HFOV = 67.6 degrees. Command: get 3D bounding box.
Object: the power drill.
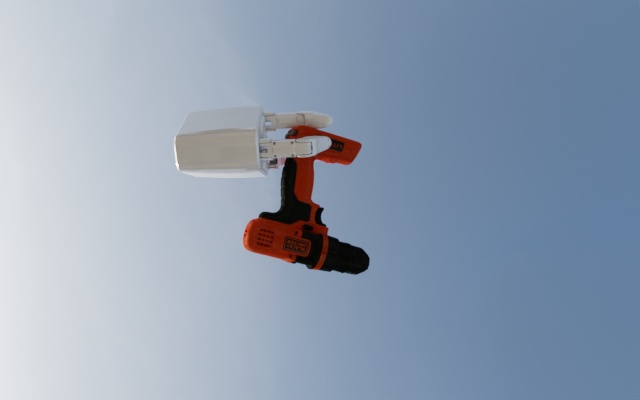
[{"bbox_3d":[0.000,0.002,0.666,0.184,0.187,0.057,16,-8,-19],"label":"power drill"}]
